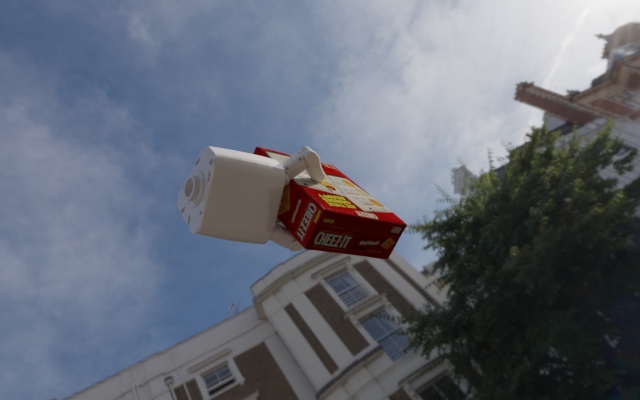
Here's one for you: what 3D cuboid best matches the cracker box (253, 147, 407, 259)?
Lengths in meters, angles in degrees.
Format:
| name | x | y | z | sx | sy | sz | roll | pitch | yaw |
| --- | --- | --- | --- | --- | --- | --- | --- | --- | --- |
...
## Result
| name | x | y | z | sx | sy | sz | roll | pitch | yaw |
| --- | --- | --- | --- | --- | --- | --- | --- | --- | --- |
| cracker box | 0.000 | 0.002 | 0.734 | 0.164 | 0.072 | 0.213 | 11 | 22 | -38 |
